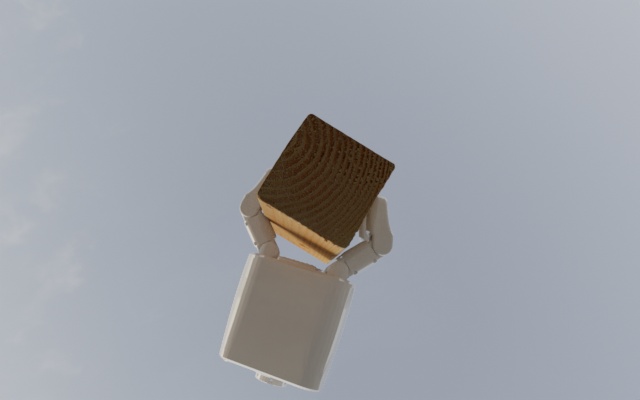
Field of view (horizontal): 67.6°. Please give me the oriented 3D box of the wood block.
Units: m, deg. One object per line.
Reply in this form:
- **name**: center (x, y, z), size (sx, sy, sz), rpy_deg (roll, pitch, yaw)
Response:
- **wood block**: center (0.000, 0.002, 0.503), size (0.091, 0.090, 0.206), rpy_deg (31, -11, 3)
